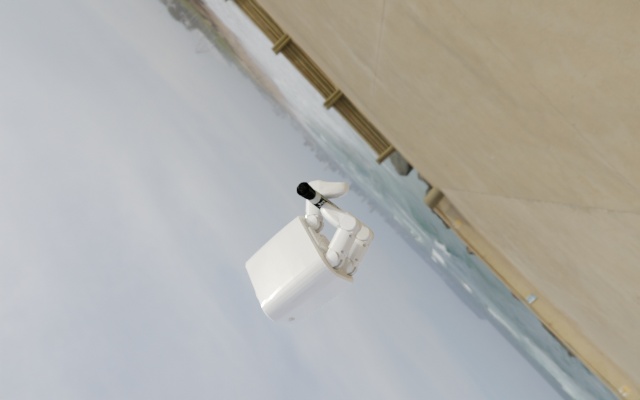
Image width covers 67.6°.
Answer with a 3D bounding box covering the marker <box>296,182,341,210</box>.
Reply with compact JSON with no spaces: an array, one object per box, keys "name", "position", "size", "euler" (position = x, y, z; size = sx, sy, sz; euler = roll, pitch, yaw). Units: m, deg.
[{"name":"marker","position":[0.000,0.002,0.640],"size":[0.020,0.020,0.121],"euler":[0,-17,25]}]
